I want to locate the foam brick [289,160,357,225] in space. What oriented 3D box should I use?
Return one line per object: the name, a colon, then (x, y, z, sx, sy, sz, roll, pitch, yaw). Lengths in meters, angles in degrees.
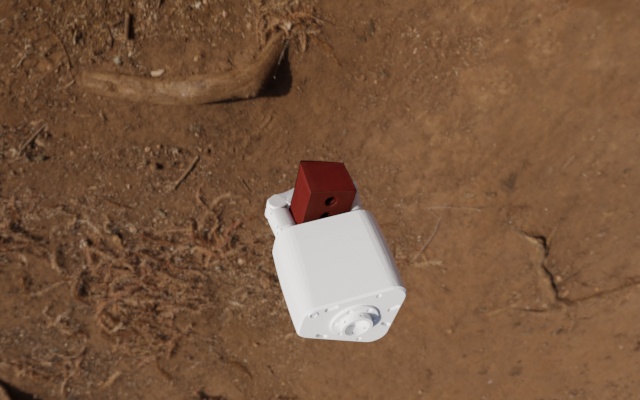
foam brick: (0.000, 0.001, 0.530, 0.053, 0.078, 0.051, -1, 42, -20)
